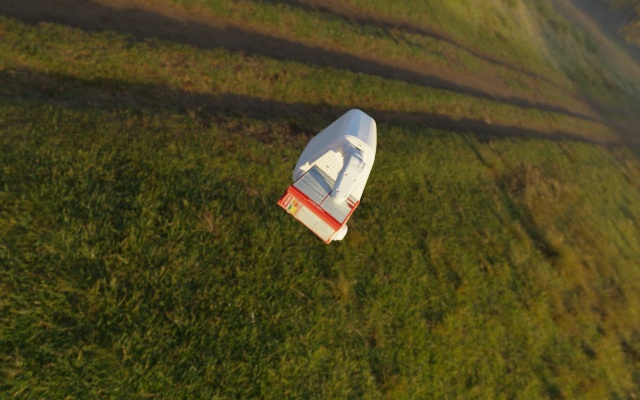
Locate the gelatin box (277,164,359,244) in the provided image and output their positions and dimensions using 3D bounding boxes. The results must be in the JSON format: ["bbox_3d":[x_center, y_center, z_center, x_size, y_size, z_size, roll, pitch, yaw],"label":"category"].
[{"bbox_3d":[0.000,0.002,0.556,0.073,0.030,0.089,39,27,1],"label":"gelatin box"}]
